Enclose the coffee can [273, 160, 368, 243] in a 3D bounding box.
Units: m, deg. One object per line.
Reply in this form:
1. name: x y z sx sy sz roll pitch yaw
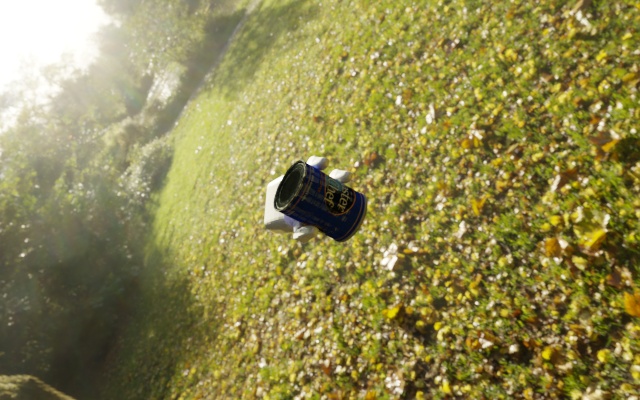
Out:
1. coffee can: 0.000 0.003 0.871 0.140 0.103 0.103 28 -13 -25
